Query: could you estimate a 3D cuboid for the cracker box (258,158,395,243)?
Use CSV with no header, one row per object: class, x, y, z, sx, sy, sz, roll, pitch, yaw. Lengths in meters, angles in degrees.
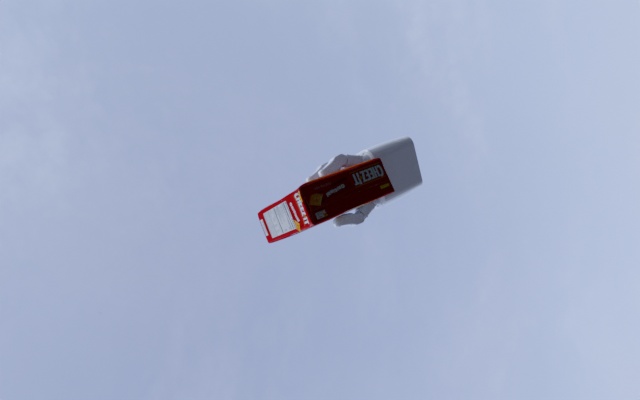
cracker box,0.000,0.003,0.839,0.164,0.072,0.214,-22,-2,-28
